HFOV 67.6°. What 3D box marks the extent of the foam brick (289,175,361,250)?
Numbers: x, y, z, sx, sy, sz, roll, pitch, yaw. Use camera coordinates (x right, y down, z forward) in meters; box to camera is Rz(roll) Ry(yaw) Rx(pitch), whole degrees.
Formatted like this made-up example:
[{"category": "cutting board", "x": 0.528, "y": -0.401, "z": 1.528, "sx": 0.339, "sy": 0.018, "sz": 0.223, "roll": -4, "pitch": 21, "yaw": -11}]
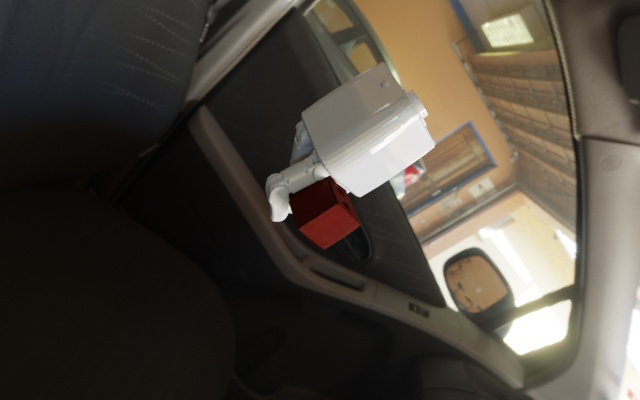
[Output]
[{"category": "foam brick", "x": 0.000, "y": 0.002, "z": 0.514, "sx": 0.051, "sy": 0.078, "sz": 0.053, "roll": -32, "pitch": -42, "yaw": 13}]
